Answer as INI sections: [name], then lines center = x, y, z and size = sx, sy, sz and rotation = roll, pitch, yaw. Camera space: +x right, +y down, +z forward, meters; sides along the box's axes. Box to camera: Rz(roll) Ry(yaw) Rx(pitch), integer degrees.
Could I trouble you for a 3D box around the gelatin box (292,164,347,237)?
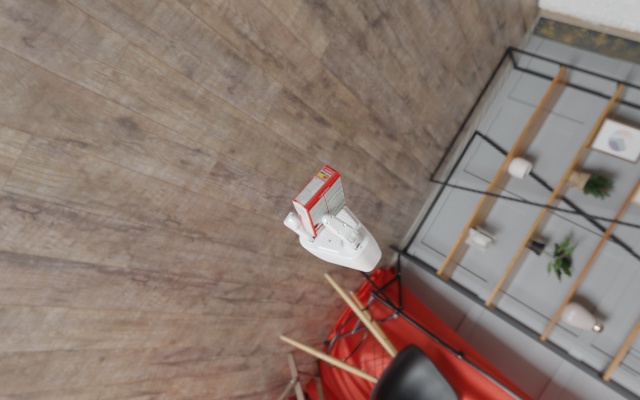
[gelatin box]
center = 0.000, 0.002, 0.687
size = 0.030, 0.073, 0.089
rotation = 33, -20, 25
